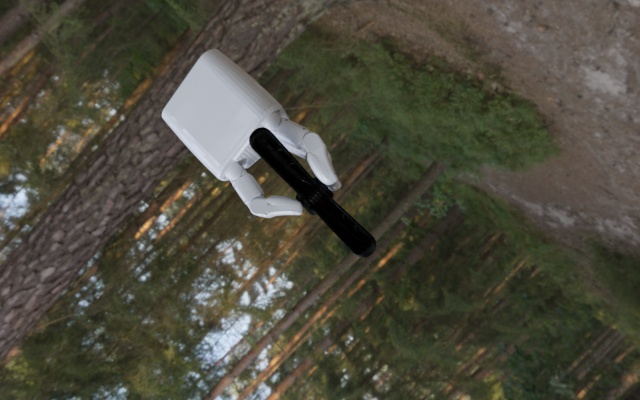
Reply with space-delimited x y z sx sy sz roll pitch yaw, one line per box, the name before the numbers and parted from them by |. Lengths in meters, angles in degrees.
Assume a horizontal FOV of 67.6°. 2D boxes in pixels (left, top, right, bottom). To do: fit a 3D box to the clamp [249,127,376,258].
clamp | -0.001 0.002 0.546 0.036 0.164 0.210 -43 -9 -1
